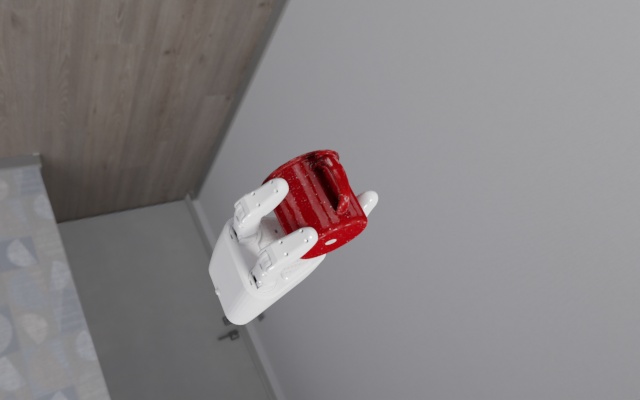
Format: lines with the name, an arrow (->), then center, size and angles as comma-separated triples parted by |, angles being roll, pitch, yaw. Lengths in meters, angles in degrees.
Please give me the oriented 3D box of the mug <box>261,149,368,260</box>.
mug -> 0.001, 0.001, 0.479 | 0.093, 0.081, 0.117 | -17, -21, -31
